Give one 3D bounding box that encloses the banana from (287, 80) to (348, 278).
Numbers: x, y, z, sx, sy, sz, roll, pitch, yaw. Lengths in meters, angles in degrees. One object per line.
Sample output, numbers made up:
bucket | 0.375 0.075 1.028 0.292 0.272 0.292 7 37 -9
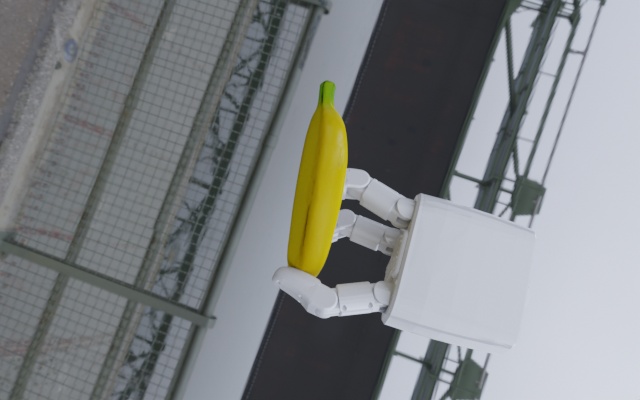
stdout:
banana | -0.003 0.008 0.394 0.037 0.198 0.069 13 33 4
